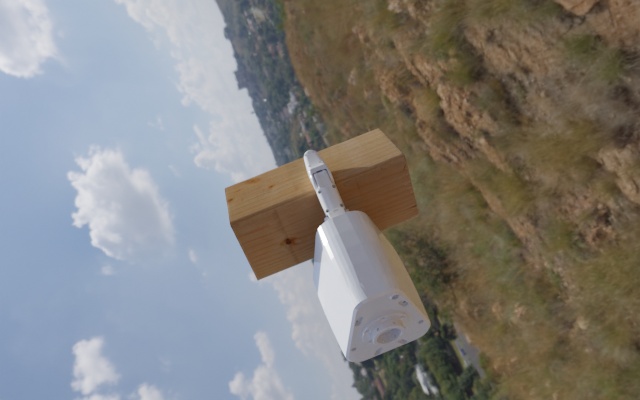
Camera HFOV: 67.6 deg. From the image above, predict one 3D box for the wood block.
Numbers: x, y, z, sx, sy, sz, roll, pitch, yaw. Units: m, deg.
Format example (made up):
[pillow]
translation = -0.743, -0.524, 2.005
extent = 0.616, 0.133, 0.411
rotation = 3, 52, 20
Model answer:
[wood block]
translation = 0.000, 0.002, 0.577
extent = 0.206, 0.091, 0.090
rotation = -21, 32, -3
